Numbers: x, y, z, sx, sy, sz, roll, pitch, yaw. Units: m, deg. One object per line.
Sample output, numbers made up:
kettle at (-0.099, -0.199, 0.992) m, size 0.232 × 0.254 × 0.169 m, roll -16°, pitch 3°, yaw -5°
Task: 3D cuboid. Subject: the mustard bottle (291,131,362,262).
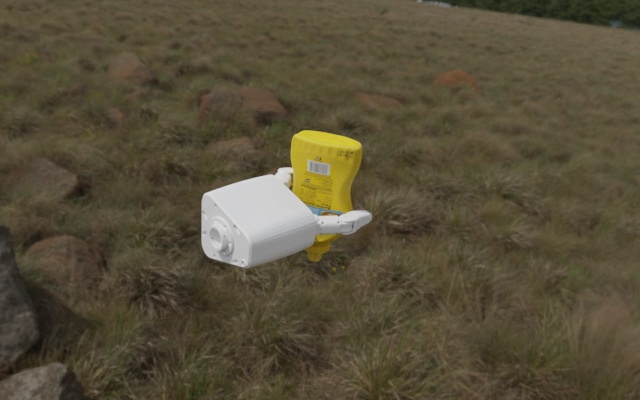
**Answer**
mustard bottle at (0.000, 0.002, 0.684) m, size 0.096 × 0.192 × 0.058 m, roll 14°, pitch 25°, yaw 16°
